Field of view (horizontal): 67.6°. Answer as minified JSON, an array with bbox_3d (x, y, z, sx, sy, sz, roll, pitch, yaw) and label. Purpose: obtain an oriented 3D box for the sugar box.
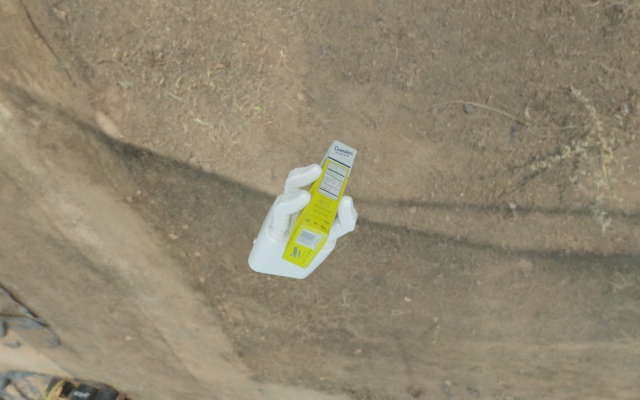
[{"bbox_3d":[0.000,0.002,0.695,0.048,0.176,0.093,24,-42,-8],"label":"sugar box"}]
